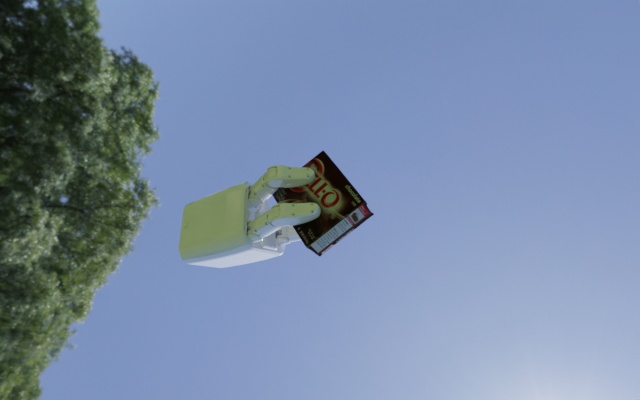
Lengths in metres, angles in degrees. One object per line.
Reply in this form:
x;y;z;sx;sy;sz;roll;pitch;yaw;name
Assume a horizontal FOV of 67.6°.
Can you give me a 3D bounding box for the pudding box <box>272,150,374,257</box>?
0.000;0.002;0.606;0.090;0.113;0.039;-39;-38;3;pudding box
